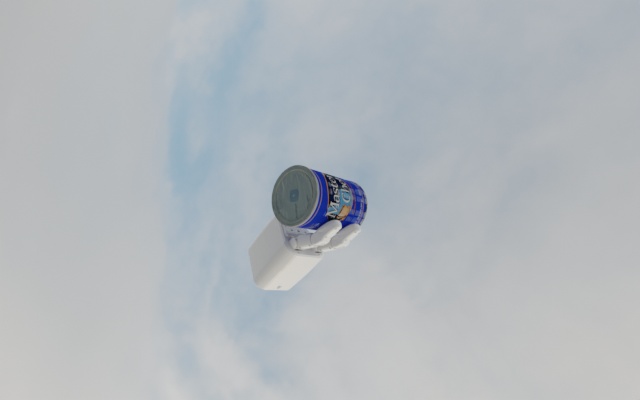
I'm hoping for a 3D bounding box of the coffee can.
[{"bbox_3d":[0.000,0.003,0.831,0.103,0.103,0.140,0,-9,41],"label":"coffee can"}]
